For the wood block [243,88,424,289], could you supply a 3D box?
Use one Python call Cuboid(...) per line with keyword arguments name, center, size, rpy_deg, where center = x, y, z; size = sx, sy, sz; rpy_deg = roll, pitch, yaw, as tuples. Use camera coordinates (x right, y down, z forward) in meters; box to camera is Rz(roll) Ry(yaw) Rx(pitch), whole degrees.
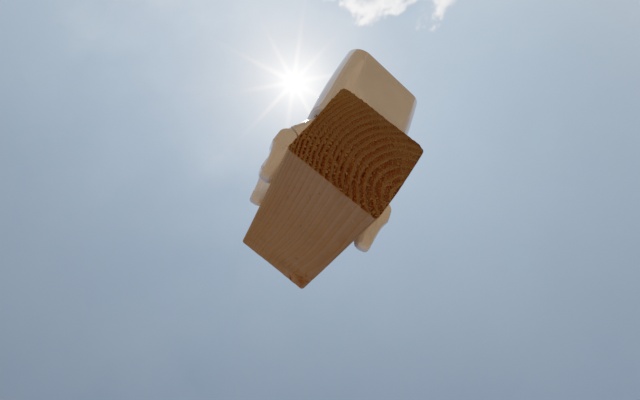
Cuboid(name="wood block", center=(0.000, 0.002, 0.472), size=(0.091, 0.090, 0.206), rpy_deg=(38, -31, 1))
